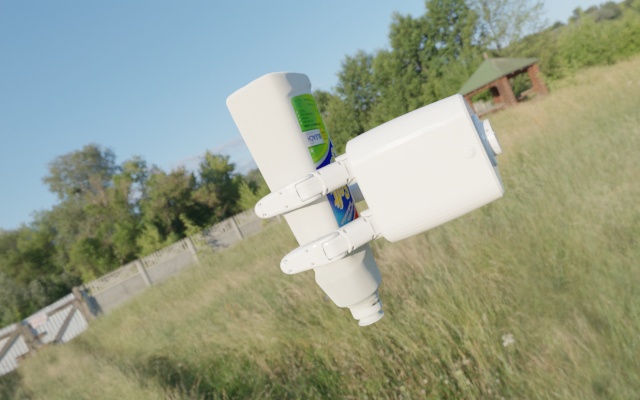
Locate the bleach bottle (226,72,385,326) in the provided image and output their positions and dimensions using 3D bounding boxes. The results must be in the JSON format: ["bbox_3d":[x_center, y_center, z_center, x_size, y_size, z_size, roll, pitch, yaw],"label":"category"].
[{"bbox_3d":[0.000,0.002,0.472,0.068,0.251,0.102,-24,4,23],"label":"bleach bottle"}]
